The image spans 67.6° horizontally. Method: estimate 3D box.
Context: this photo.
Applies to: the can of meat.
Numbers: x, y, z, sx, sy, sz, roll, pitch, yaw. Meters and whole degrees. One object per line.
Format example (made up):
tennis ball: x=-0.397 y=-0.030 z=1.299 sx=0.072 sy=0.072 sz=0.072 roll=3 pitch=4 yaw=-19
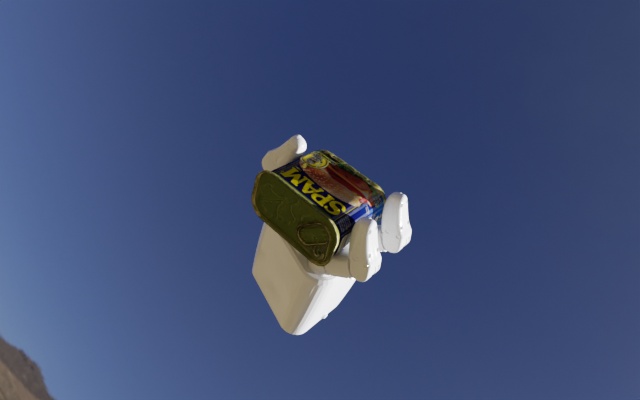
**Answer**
can of meat: x=0.000 y=0.001 z=0.458 sx=0.102 sy=0.057 sz=0.084 roll=38 pitch=43 yaw=22
